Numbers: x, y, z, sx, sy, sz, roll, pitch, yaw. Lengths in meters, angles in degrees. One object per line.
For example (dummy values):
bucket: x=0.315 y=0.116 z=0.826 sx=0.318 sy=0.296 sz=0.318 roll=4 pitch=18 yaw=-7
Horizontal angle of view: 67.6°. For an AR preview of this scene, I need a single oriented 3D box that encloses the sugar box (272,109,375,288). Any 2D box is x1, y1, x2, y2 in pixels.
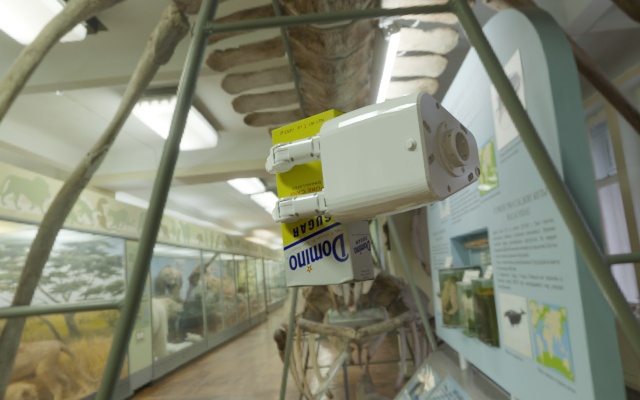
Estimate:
sugar box: x=0.000 y=0.002 z=0.511 sx=0.093 sy=0.176 sz=0.048 roll=-13 pitch=-12 yaw=38
